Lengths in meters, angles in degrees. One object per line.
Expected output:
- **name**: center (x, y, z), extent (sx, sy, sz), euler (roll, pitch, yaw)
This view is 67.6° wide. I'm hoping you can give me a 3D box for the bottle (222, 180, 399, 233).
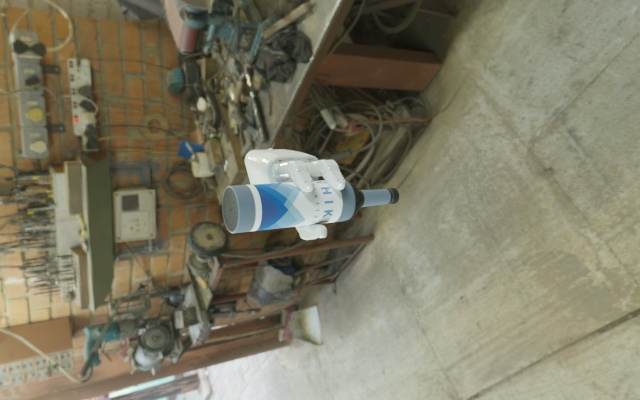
- **bottle**: center (0.000, 0.002, 0.740), extent (0.296, 0.069, 0.069), euler (-5, 2, -31)
